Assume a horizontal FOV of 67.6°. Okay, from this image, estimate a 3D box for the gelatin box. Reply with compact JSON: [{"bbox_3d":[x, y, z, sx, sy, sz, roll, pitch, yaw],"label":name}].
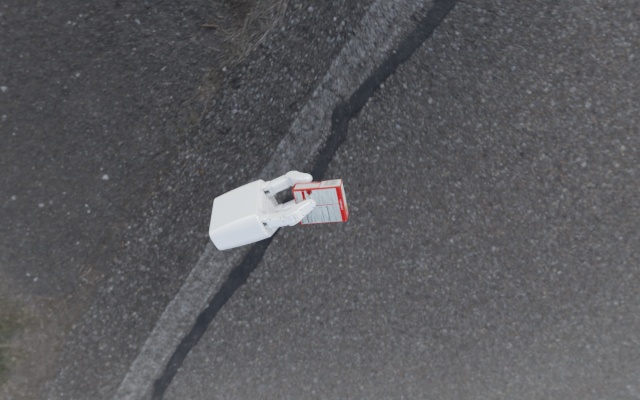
[{"bbox_3d":[0.000,0.003,0.853,0.089,0.073,0.030,-5,29,15],"label":"gelatin box"}]
